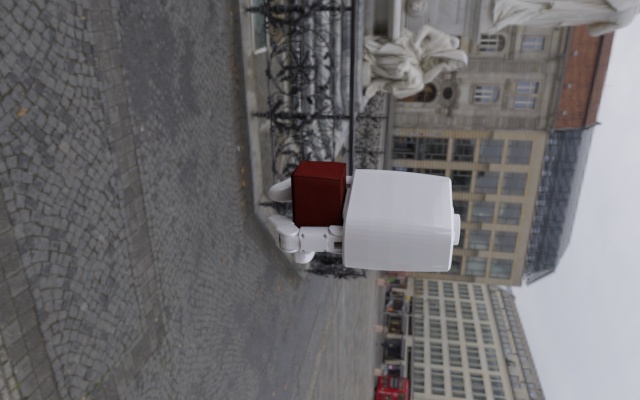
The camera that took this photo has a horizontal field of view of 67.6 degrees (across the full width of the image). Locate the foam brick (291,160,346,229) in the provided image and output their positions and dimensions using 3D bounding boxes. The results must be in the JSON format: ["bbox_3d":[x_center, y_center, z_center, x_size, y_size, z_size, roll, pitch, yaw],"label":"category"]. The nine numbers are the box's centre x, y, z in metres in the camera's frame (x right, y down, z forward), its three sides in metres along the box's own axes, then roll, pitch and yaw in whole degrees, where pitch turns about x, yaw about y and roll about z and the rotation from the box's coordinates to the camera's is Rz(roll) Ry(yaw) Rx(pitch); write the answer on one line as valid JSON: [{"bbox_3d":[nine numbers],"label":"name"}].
[{"bbox_3d":[0.000,0.001,0.508,0.051,0.078,0.053,3,25,10],"label":"foam brick"}]
